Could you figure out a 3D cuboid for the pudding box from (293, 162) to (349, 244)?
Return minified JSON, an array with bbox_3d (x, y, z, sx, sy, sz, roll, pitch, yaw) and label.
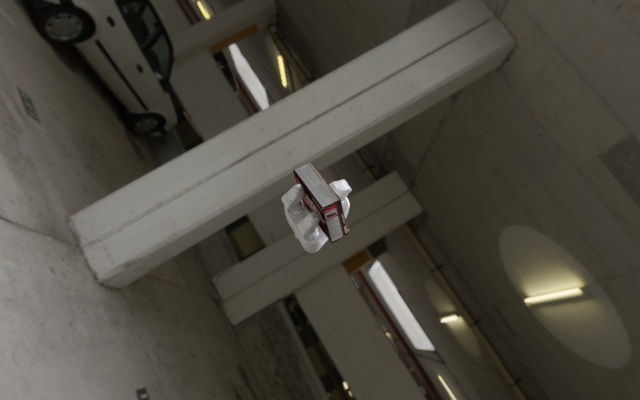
[{"bbox_3d":[0.000,0.003,0.799,0.039,0.090,0.113,-30,48,-12],"label":"pudding box"}]
